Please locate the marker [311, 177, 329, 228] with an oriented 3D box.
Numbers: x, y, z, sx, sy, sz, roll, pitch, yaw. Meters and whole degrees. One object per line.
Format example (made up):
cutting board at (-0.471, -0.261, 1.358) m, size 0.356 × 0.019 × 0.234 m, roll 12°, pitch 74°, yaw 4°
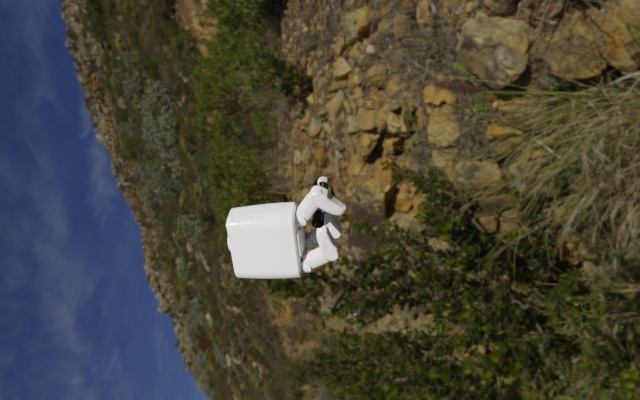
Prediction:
marker at (0.000, 0.002, 0.739) m, size 0.020 × 0.020 × 0.121 m, roll 0°, pitch 35°, yaw 5°
